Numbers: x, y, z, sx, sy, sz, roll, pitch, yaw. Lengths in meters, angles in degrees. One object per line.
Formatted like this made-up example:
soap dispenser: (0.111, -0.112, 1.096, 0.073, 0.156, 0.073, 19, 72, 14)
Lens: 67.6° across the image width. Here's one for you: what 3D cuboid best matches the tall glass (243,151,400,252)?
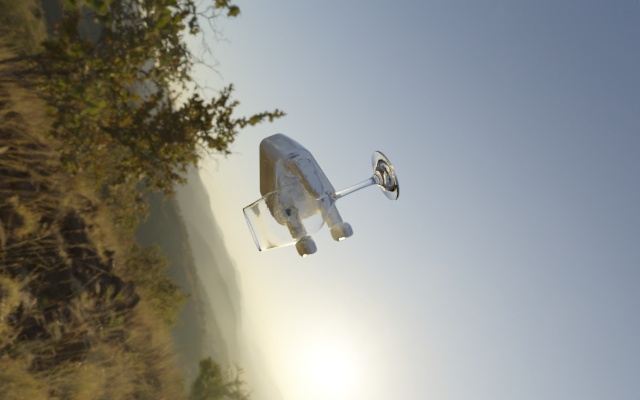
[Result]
tall glass: (0.001, 0.002, 0.640, 0.201, 0.079, 0.079, -22, 5, -13)
